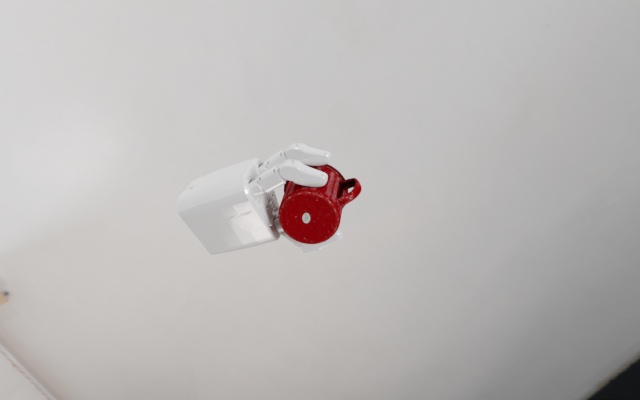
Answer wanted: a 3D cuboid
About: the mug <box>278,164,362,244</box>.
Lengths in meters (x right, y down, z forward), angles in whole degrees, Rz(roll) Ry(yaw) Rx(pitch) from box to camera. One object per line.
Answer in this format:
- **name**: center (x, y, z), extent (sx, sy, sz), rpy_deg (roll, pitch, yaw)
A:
- **mug**: center (0.001, 0.002, 0.640), extent (0.117, 0.093, 0.081), rpy_deg (-18, 24, 16)
